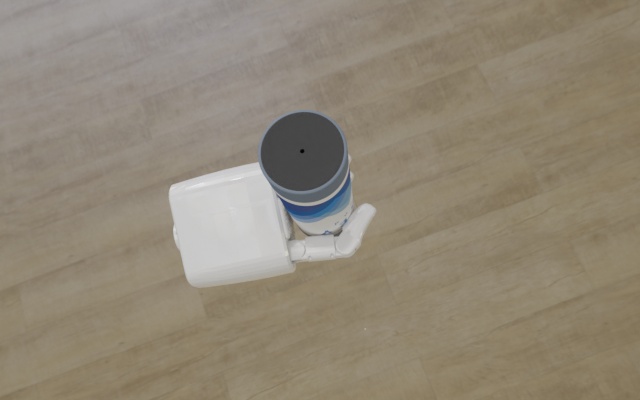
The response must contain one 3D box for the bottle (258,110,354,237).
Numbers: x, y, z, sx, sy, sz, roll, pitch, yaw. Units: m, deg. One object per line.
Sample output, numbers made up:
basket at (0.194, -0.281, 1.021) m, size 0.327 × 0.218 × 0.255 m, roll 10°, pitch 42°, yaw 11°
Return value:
bottle at (0.000, 0.002, 0.490) m, size 0.069 × 0.069 × 0.296 m, roll 0°, pitch -15°, yaw 5°
